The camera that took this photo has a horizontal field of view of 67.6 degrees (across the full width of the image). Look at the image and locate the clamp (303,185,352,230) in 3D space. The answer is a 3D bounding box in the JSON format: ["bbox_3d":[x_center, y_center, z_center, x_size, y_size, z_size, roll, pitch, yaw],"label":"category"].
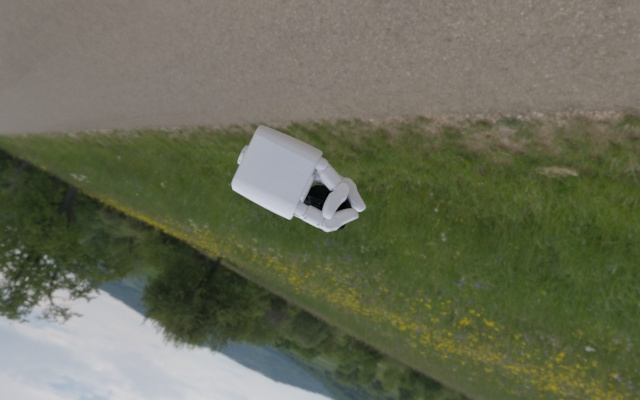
[{"bbox_3d":[0.000,0.003,0.817,0.120,0.039,0.171,26,-15,0],"label":"clamp"}]
